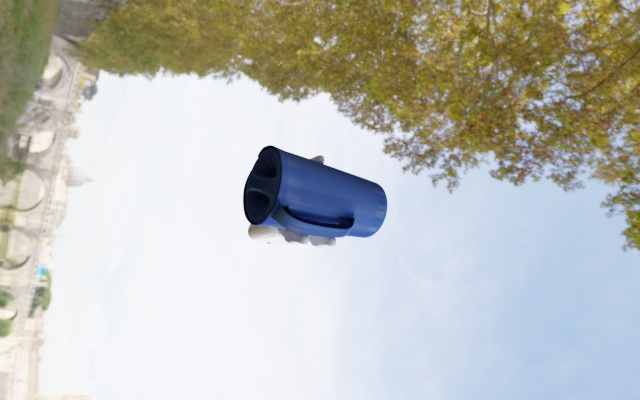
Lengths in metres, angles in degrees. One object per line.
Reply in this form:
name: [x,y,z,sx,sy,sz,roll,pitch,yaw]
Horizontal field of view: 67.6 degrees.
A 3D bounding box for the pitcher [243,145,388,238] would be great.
pitcher: [0.000,0.003,0.830,0.243,0.149,0.145,13,-18,-32]
